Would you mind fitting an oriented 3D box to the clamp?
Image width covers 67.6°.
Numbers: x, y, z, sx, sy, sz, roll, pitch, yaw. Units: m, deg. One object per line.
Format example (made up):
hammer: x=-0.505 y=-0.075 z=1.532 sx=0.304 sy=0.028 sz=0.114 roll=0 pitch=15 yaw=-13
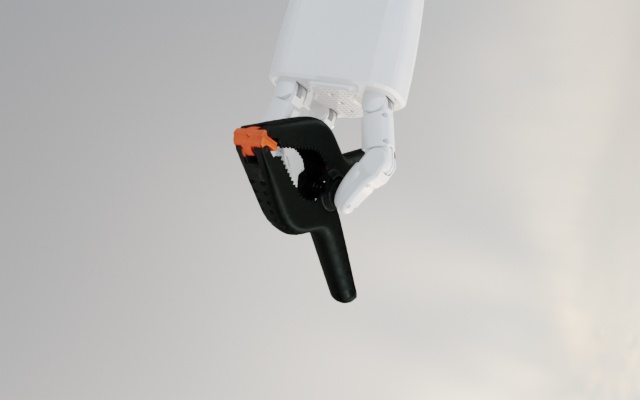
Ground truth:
clamp: x=0.001 y=0.001 z=0.402 sx=0.036 sy=0.164 sz=0.210 roll=8 pitch=-9 yaw=33
